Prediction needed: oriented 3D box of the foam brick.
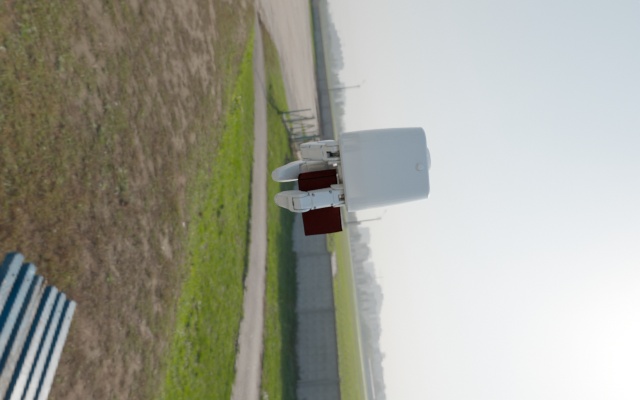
[{"bbox_3d":[0.000,0.002,0.635,0.051,0.078,0.053,-6,13,1],"label":"foam brick"}]
